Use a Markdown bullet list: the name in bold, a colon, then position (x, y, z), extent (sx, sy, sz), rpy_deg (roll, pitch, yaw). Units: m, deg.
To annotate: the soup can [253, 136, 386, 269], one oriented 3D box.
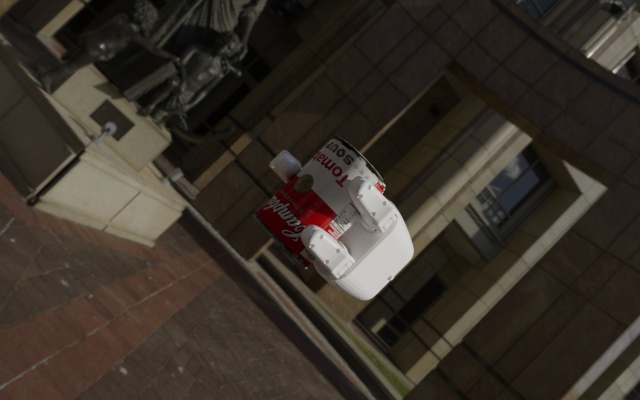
- **soup can**: position (0.000, 0.001, 0.427), extent (0.102, 0.068, 0.068), rpy_deg (-45, -2, -2)
